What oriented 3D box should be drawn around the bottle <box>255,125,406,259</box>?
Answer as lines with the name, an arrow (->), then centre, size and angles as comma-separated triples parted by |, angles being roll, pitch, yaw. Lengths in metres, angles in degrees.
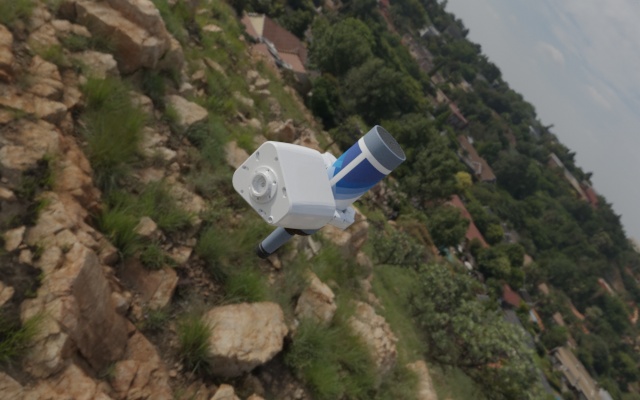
bottle -> 0.000, 0.002, 0.756 | 0.296, 0.069, 0.069 | -40, -19, 24
